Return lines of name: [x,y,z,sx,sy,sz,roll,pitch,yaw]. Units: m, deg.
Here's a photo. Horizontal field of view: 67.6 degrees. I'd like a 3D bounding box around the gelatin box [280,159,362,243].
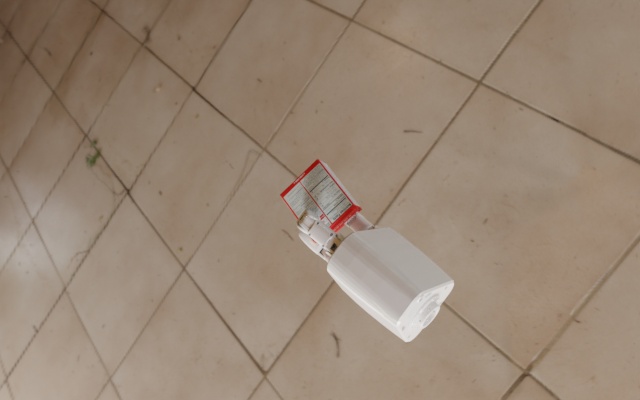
gelatin box: [0.000,0.002,0.629,0.073,0.089,0.030,-43,-24,13]
